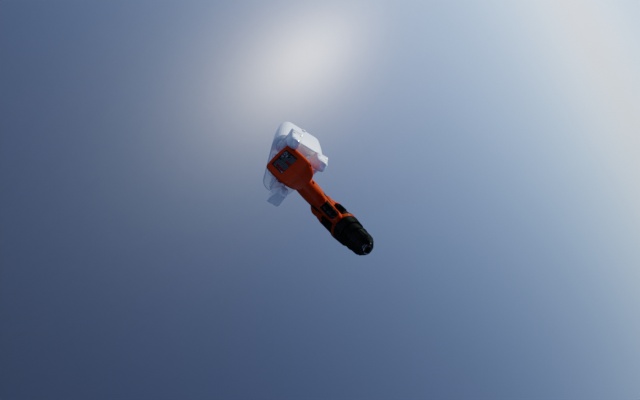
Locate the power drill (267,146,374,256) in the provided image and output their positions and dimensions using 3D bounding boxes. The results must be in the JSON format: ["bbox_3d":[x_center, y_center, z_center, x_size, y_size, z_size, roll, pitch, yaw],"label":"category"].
[{"bbox_3d":[0.000,0.002,0.805,0.188,0.057,0.184,50,-6,-36],"label":"power drill"}]
